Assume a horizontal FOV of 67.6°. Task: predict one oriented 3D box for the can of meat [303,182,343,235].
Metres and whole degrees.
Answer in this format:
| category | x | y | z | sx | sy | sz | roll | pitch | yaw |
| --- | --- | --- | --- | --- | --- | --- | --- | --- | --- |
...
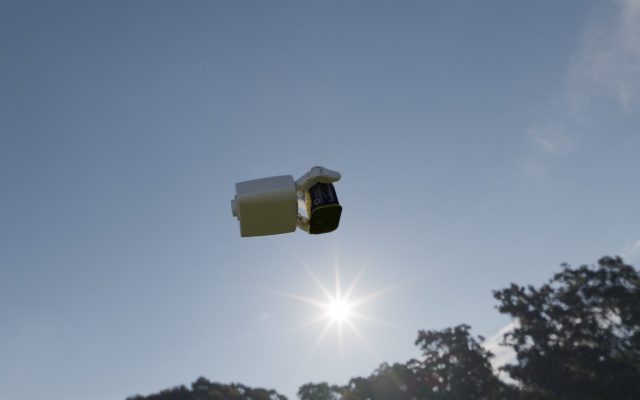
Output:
| category | x | y | z | sx | sy | sz | roll | pitch | yaw |
| --- | --- | --- | --- | --- | --- | --- | --- | --- | --- |
| can of meat | 0.000 | 0.003 | 0.898 | 0.057 | 0.084 | 0.102 | -9 | -31 | -10 |
